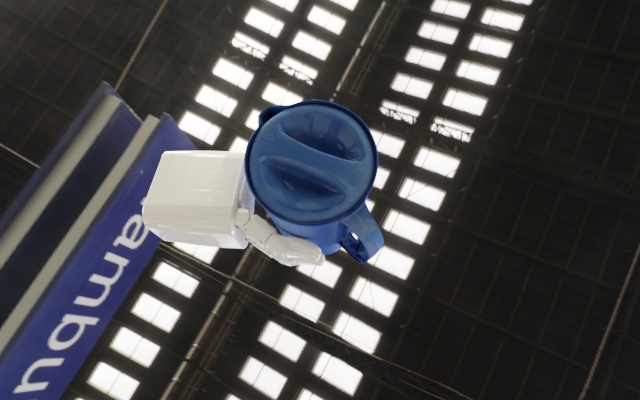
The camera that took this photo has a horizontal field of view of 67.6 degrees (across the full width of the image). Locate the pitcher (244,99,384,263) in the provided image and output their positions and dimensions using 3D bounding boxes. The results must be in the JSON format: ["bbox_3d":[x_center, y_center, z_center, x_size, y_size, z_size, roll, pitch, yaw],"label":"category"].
[{"bbox_3d":[0.000,0.002,0.576,0.145,0.149,0.243,4,-17,4],"label":"pitcher"}]
